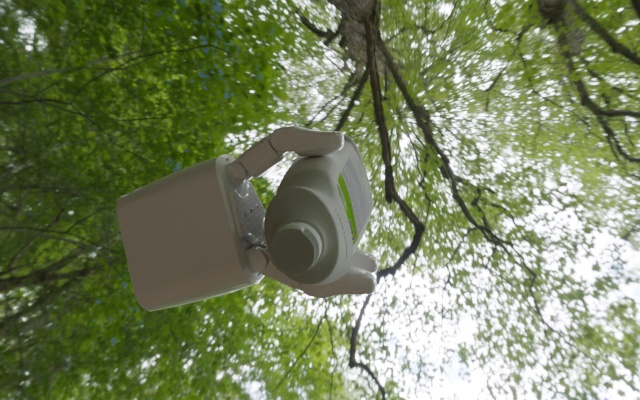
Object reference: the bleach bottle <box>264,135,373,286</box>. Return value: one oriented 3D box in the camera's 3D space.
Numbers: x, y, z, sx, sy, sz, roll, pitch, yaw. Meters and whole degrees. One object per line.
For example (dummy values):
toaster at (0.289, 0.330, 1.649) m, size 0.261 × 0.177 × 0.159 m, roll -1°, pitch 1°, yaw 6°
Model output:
bleach bottle at (0.000, 0.001, 0.405) m, size 0.068 × 0.102 × 0.251 m, roll -18°, pitch 7°, yaw 12°
